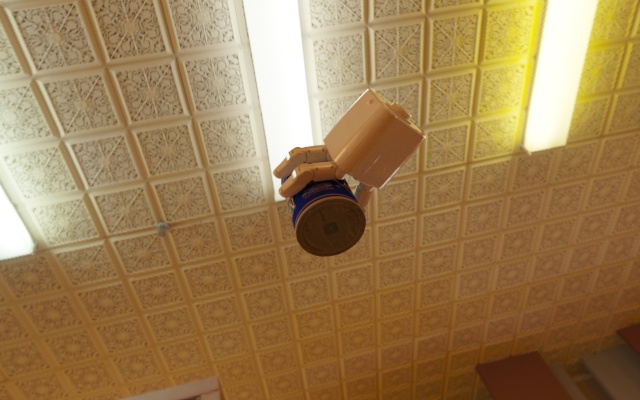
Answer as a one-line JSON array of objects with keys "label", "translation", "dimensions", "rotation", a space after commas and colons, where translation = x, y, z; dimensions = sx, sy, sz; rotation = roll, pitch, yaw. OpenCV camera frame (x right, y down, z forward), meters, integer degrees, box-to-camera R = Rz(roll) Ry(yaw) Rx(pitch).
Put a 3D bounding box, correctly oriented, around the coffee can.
[{"label": "coffee can", "translation": [0.000, 0.003, 0.730], "dimensions": [0.103, 0.103, 0.140], "rotation": [0, 33, -16]}]
